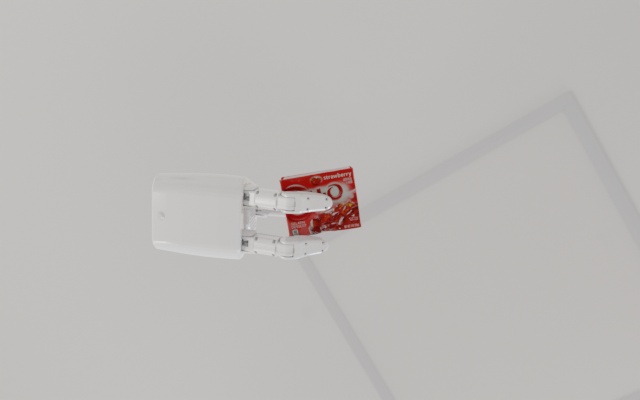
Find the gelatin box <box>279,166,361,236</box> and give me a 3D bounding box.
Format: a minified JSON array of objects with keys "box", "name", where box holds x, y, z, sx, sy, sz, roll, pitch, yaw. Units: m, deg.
[{"box":[0.000,0.002,0.576,0.089,0.073,0.030,-9,10,1],"name":"gelatin box"}]
